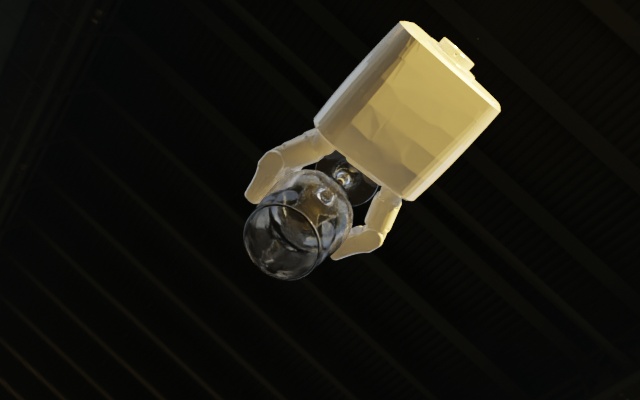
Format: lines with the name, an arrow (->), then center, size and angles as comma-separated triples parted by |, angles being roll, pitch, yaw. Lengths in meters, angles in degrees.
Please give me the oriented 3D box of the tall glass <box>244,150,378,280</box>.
tall glass -> 0.000, 0.001, 0.445 | 0.079, 0.079, 0.201 | 0, 18, 18
